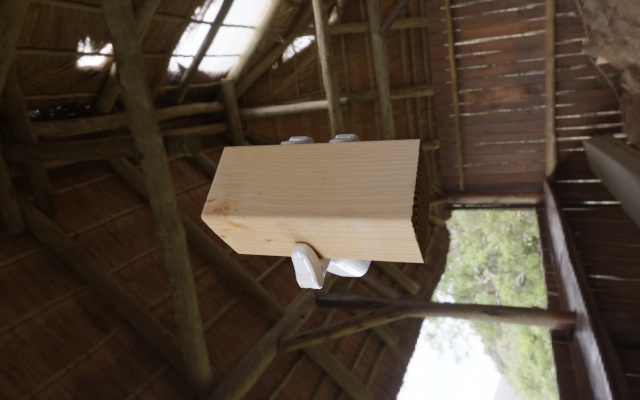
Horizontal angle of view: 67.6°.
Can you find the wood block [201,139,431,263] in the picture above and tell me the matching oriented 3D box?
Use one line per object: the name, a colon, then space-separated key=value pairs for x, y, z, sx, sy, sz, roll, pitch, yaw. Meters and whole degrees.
wood block: x=0.000 y=0.002 z=0.485 sx=0.206 sy=0.090 sz=0.090 roll=0 pitch=-31 yaw=20
